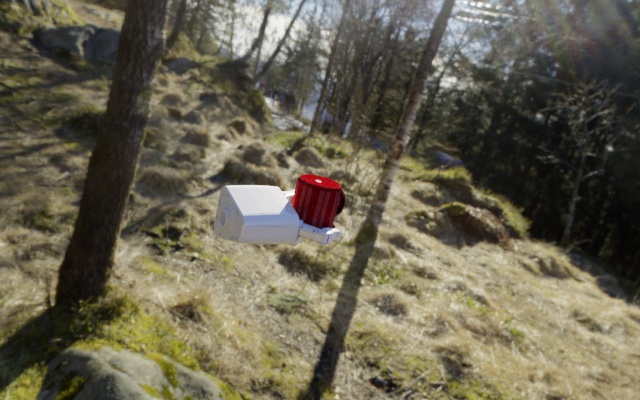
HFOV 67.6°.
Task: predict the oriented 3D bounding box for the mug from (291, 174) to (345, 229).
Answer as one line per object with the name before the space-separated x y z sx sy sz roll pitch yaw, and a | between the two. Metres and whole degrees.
mug | 0.001 0.003 0.865 0.117 0.081 0.093 1 21 -38
